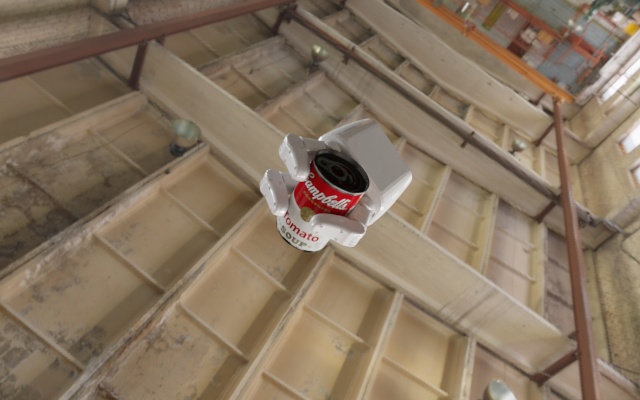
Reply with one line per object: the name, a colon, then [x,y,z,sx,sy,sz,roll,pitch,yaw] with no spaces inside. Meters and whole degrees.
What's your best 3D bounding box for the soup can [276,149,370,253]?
soup can: [0.000,0.002,0.536,0.068,0.068,0.102,0,-42,-38]
